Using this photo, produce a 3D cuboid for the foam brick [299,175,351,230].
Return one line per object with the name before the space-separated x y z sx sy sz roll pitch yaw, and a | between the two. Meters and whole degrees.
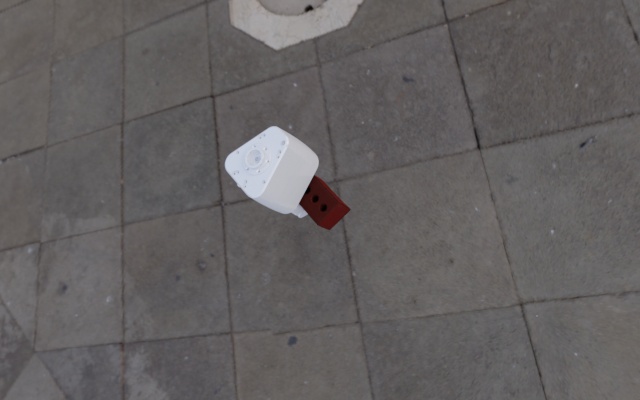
foam brick | 0.000 0.003 0.796 0.078 0.053 0.051 47 8 26
